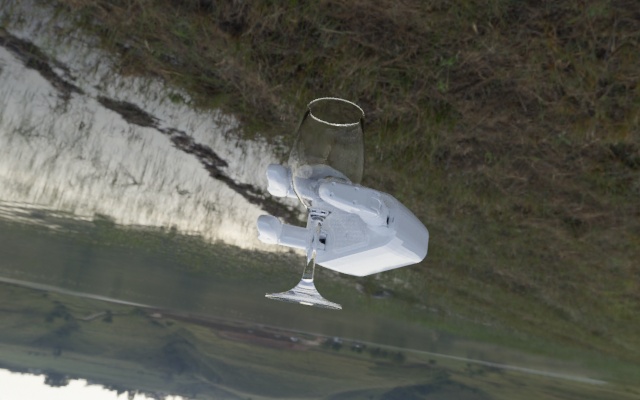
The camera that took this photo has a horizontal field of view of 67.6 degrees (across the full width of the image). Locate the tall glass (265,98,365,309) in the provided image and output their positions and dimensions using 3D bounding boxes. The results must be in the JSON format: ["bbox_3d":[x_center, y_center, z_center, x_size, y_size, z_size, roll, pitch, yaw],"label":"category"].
[{"bbox_3d":[0.000,0.002,0.476,0.079,0.201,0.079,9,-15,2],"label":"tall glass"}]
